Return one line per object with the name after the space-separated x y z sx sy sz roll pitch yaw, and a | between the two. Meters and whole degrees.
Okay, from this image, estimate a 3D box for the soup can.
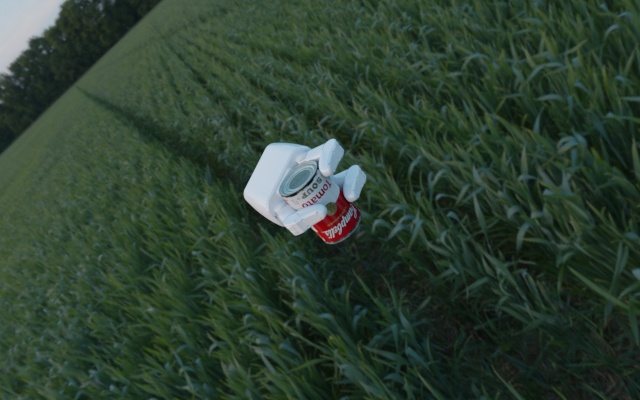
0.000 0.002 0.656 0.068 0.068 0.102 0 -41 51 | soup can
